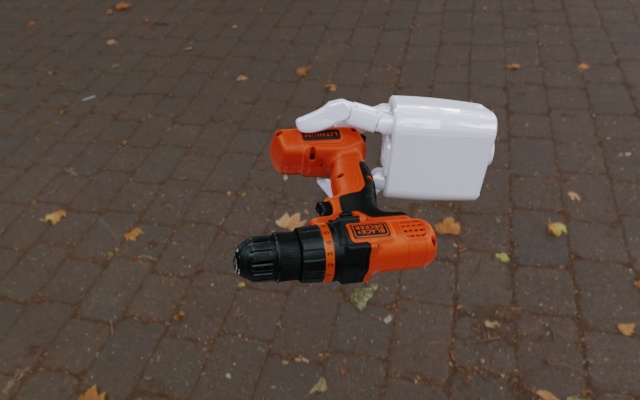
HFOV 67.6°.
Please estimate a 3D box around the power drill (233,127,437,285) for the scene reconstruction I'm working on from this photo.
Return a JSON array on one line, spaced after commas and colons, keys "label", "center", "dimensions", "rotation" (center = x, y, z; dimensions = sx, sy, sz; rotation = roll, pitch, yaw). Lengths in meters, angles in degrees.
[{"label": "power drill", "center": [0.000, 0.001, 0.475], "dimensions": [0.184, 0.057, 0.187], "rotation": [-3, 44, -15]}]
